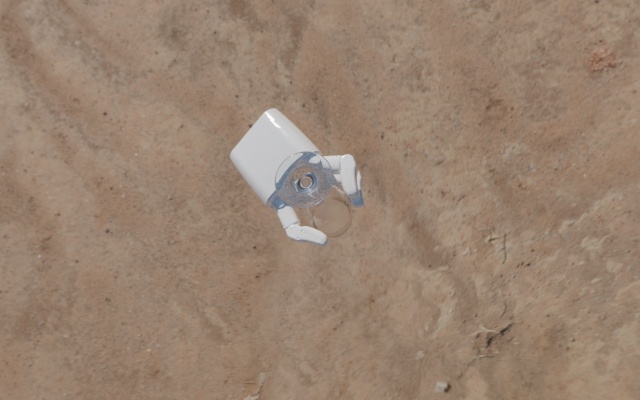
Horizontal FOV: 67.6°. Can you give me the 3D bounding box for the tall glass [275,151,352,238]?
[{"bbox_3d":[0.000,0.002,0.678,0.079,0.079,0.201,0,-17,13],"label":"tall glass"}]
